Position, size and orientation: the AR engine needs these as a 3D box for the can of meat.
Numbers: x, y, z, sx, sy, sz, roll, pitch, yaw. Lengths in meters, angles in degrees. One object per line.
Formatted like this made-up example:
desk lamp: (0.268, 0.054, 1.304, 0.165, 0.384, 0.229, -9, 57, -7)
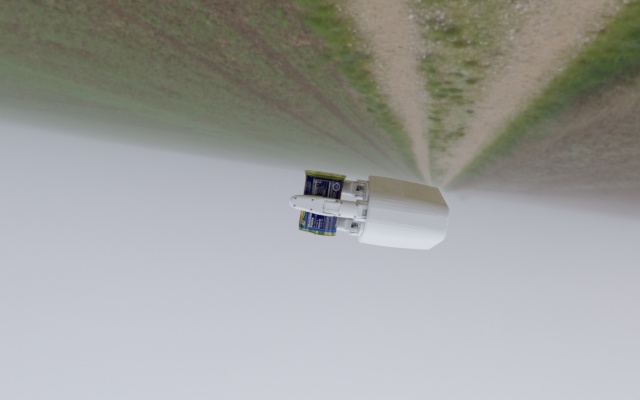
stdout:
can of meat: (0.000, 0.003, 0.676, 0.057, 0.084, 0.102, 8, 2, -2)
